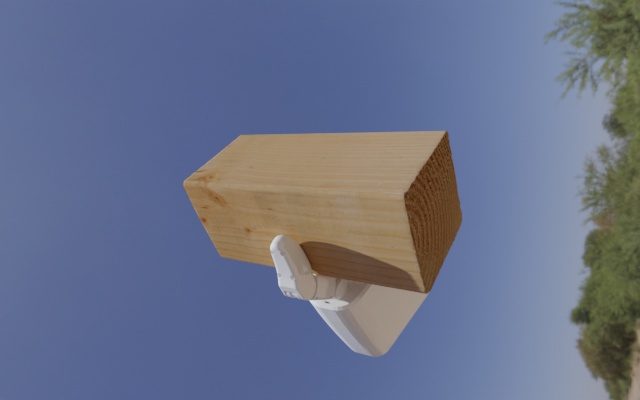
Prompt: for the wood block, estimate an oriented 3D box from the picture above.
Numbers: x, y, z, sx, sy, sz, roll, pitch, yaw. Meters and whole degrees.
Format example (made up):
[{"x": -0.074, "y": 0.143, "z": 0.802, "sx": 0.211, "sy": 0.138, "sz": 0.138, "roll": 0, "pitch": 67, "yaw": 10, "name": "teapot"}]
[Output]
[{"x": 0.000, "y": 0.002, "z": 0.403, "sx": 0.206, "sy": 0.090, "sz": 0.090, "roll": 4, "pitch": 38, "yaw": 33, "name": "wood block"}]
